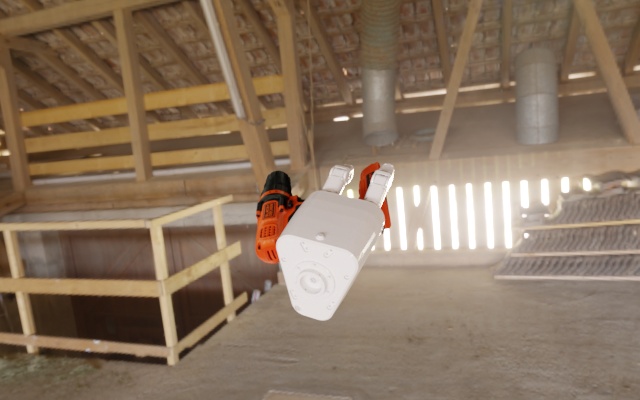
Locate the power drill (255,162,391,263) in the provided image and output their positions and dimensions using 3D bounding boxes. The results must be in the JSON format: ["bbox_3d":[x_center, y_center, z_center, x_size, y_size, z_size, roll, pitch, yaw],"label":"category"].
[{"bbox_3d":[0.001,0.002,0.681,0.187,0.057,0.184,-14,38,10],"label":"power drill"}]
